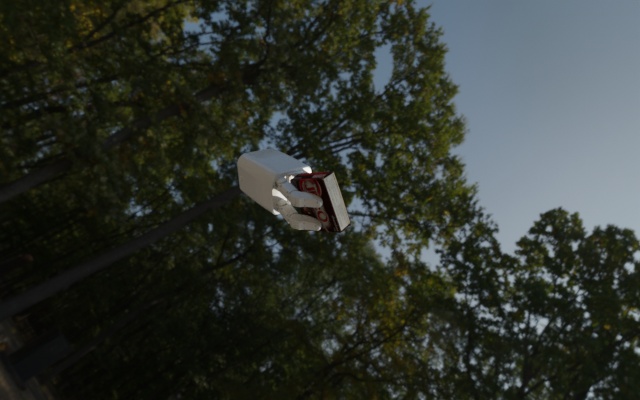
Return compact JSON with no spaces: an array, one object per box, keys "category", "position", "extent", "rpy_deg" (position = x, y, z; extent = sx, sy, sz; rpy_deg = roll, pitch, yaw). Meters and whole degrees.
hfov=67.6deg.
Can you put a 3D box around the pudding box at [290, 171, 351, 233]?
[{"category":"pudding box","position":[0.000,0.003,0.892],"extent":[0.090,0.113,0.039],"rpy_deg":[0,29,47]}]
